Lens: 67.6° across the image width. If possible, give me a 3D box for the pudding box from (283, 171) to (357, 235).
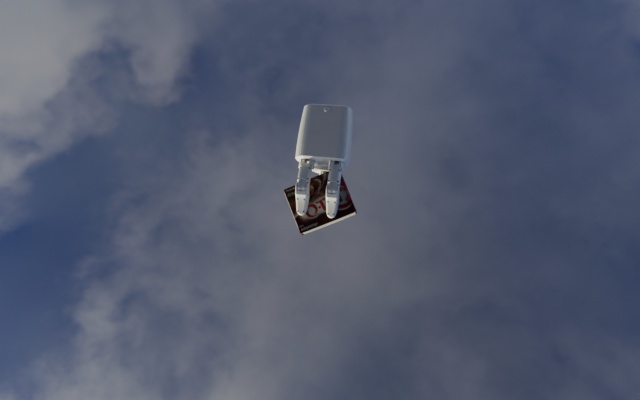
[{"bbox_3d":[0.000,0.003,0.884,0.113,0.090,0.039,-23,-13,3],"label":"pudding box"}]
